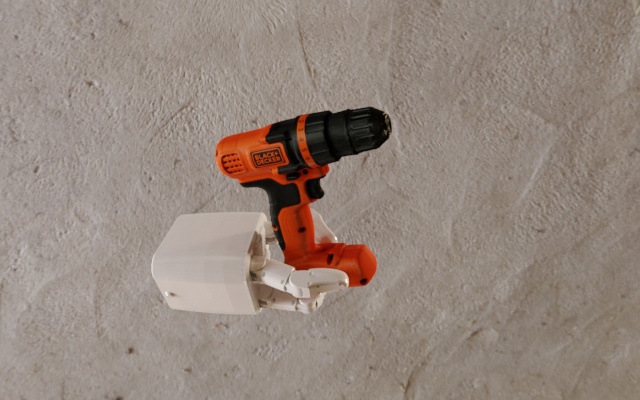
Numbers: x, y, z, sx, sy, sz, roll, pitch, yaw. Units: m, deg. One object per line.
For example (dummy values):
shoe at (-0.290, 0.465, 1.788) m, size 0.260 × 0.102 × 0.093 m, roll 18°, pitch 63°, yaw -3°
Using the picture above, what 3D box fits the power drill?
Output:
power drill at (0.000, 0.002, 0.496) m, size 0.184 × 0.188 × 0.057 m, roll -8°, pitch 24°, yaw 25°
